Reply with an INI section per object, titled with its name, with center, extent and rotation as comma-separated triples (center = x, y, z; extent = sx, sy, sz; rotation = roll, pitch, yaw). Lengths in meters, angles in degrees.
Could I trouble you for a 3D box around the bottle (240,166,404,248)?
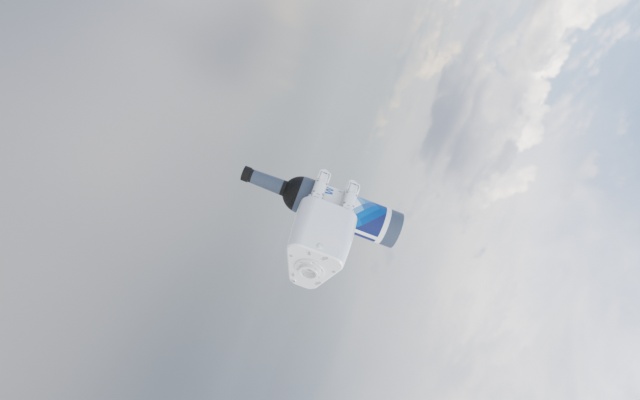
[bottle]
center = 0.000, 0.003, 0.853
extent = 0.296, 0.069, 0.069
rotation = 21, -1, -3
